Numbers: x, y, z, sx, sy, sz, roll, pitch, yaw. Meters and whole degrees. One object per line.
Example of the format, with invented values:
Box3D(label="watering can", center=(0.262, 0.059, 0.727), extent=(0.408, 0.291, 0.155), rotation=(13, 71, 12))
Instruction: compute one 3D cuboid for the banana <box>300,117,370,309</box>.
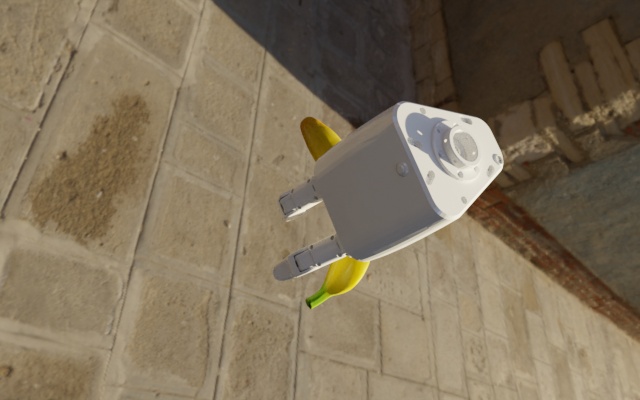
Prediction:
Box3D(label="banana", center=(0.018, 0.006, 0.478), extent=(0.069, 0.197, 0.037), rotation=(3, -19, -18))
